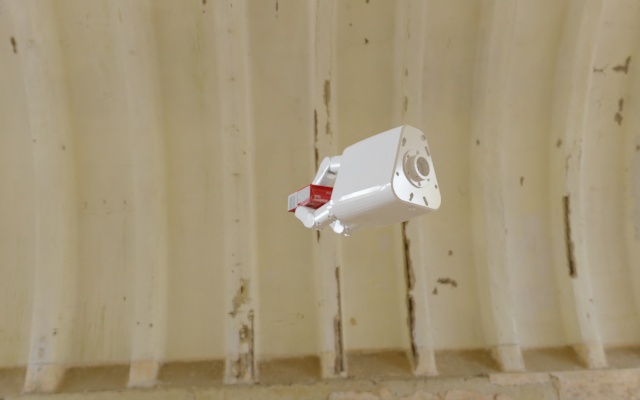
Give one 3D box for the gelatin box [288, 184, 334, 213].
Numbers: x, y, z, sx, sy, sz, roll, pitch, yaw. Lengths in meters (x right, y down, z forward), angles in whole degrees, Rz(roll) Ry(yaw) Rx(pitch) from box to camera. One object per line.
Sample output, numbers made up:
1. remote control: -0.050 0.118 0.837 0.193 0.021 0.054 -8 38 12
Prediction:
1. gelatin box: 0.000 0.002 0.722 0.073 0.030 0.089 9 -14 -25
